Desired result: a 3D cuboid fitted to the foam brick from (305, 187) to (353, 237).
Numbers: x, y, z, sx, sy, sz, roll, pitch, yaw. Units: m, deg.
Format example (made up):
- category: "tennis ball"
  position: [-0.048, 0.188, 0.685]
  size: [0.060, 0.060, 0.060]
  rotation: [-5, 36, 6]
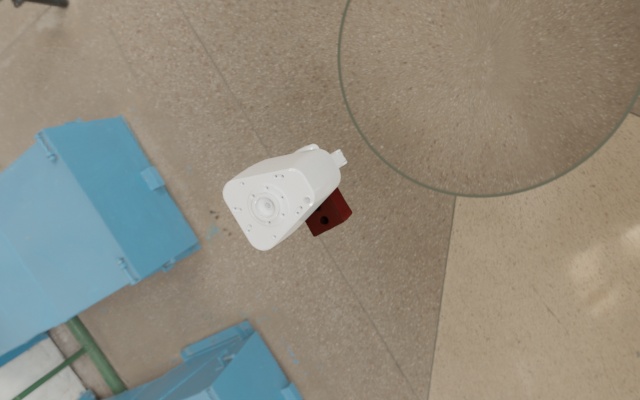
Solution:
- category: "foam brick"
  position: [0.000, 0.002, 0.674]
  size: [0.053, 0.078, 0.051]
  rotation: [-28, 6, 21]
